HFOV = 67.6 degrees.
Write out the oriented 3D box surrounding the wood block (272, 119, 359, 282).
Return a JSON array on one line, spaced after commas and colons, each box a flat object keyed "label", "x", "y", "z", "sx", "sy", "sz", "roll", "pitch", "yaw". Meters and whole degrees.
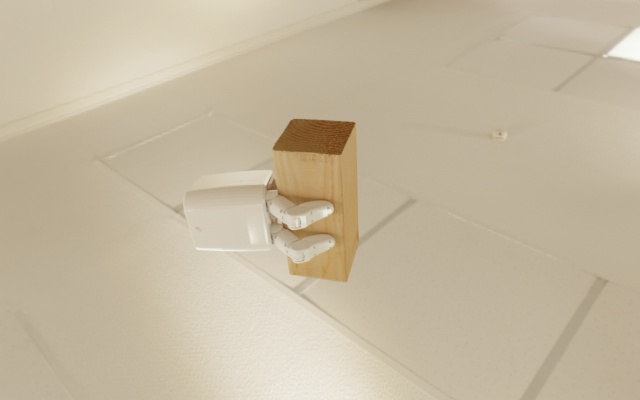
[{"label": "wood block", "x": 0.000, "y": 0.002, "z": 0.655, "sx": 0.090, "sy": 0.206, "sz": 0.090, "roll": 5, "pitch": 37, "yaw": 13}]
